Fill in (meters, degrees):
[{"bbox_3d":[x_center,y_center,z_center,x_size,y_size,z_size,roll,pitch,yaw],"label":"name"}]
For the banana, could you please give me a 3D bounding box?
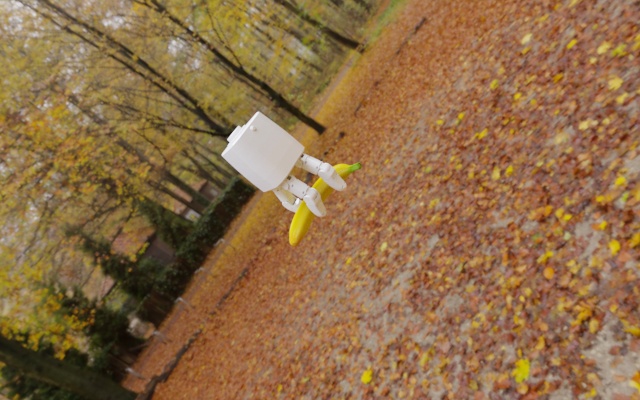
[{"bbox_3d":[-0.005,-0.001,0.894,0.037,0.198,0.069,41,-10,-19],"label":"banana"}]
